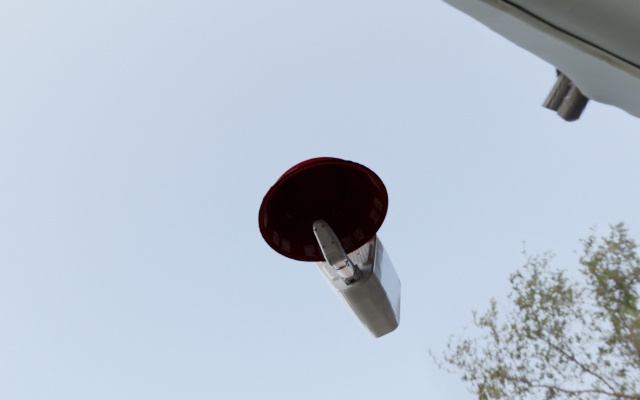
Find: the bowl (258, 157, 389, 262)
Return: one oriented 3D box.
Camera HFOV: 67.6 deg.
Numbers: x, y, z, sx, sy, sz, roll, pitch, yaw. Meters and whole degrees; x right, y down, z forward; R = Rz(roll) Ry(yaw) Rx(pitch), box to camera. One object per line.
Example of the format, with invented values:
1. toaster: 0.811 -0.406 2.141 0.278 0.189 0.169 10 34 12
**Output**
1. bowl: 0.000 0.001 0.596 0.162 0.162 0.055 0 39 -15
